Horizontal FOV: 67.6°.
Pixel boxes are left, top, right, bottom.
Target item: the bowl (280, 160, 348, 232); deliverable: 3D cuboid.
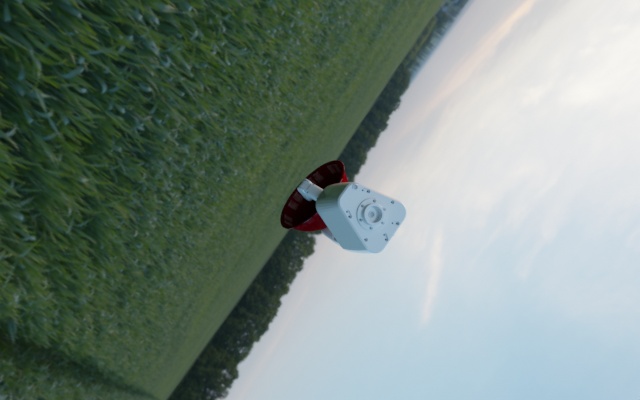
[{"bbox_3d":[0.000,0.003,0.891,0.055,0.162,0.162,42,-20,-24],"label":"bowl"}]
